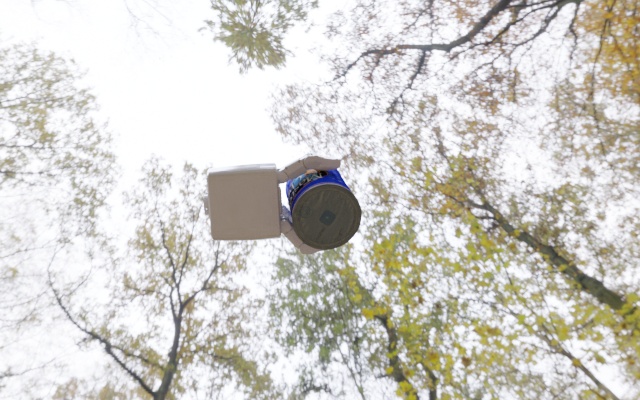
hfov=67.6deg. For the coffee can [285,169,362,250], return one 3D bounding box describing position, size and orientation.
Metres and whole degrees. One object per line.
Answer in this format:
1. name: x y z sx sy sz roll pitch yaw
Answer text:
1. coffee can: 0.000 0.002 0.755 0.103 0.103 0.140 0 19 -9
